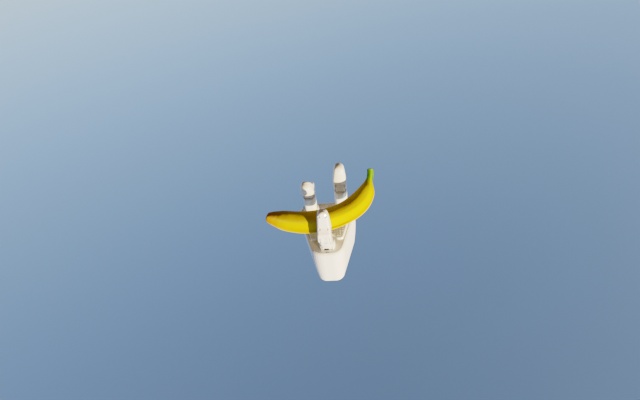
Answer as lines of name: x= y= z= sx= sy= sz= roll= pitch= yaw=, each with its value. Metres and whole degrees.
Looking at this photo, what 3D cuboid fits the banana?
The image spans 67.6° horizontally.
banana: x=0.011 y=0.017 z=0.789 sx=0.198 sy=0.069 sz=0.037 roll=-23 pitch=-22 yaw=-6
